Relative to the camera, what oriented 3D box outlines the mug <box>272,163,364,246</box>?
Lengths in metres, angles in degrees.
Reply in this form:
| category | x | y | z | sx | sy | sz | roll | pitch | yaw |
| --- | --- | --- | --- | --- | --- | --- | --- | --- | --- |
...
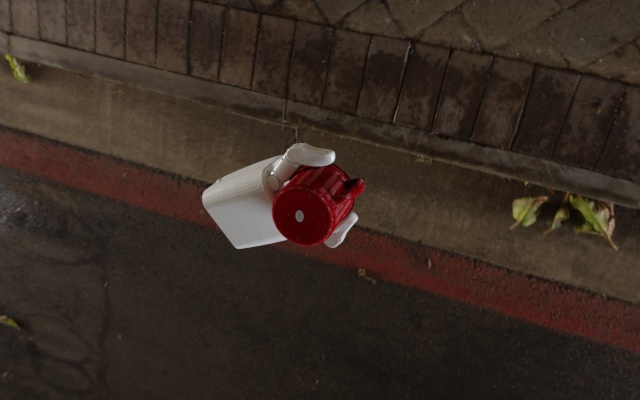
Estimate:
| category | x | y | z | sx | sy | sz | roll | pitch | yaw |
| --- | --- | --- | --- | --- | --- | --- | --- | --- | --- |
| mug | 0.001 | 0.002 | 0.593 | 0.117 | 0.093 | 0.081 | -17 | 16 | 25 |
